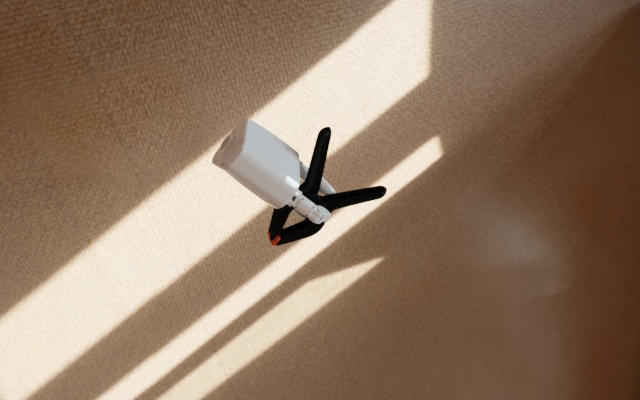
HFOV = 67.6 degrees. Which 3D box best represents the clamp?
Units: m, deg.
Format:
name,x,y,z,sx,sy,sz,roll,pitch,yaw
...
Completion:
name,x,y,z,sx,sy,sz,roll,pitch,yaw
clamp,0.000,0.003,0.793,0.164,0.210,0.036,36,12,-26
